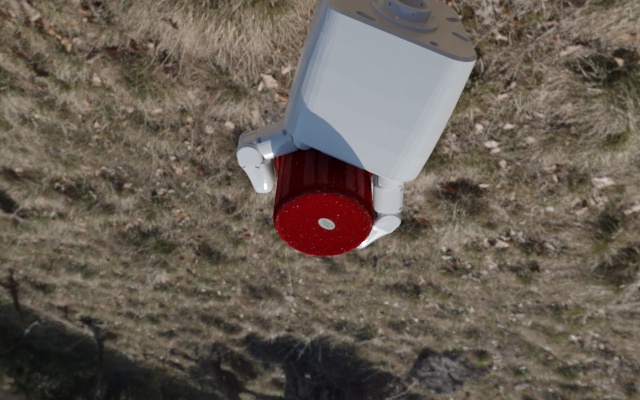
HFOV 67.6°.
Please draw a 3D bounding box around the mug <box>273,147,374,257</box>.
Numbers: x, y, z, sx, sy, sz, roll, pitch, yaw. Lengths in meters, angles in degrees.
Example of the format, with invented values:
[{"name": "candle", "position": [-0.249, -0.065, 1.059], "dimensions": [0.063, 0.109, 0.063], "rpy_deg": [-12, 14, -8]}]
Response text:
[{"name": "mug", "position": [0.000, 0.003, 0.417], "dimensions": [0.093, 0.117, 0.081], "rpy_deg": [11, 43, -9]}]
